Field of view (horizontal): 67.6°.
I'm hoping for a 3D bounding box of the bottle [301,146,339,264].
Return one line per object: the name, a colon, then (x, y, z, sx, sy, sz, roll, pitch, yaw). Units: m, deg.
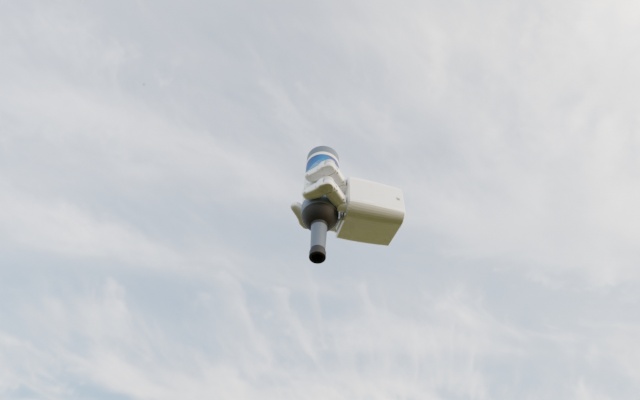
bottle: (0.000, 0.003, 0.872, 0.069, 0.069, 0.295, 0, 37, 2)
